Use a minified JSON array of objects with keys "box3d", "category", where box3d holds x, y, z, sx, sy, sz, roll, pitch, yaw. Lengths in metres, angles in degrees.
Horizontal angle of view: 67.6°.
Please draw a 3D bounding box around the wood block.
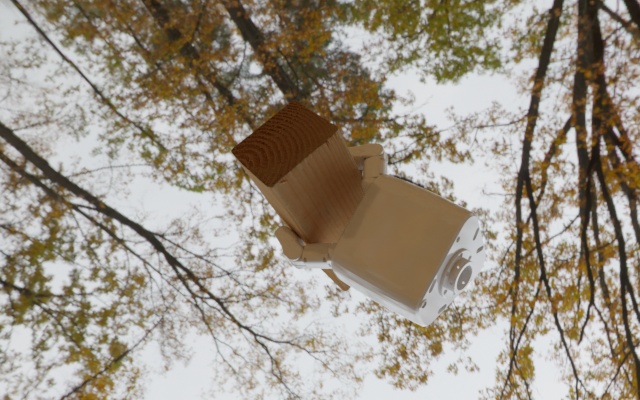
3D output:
[{"box3d":[0.000,0.002,0.545,0.090,0.091,0.206,40,-13,44],"category":"wood block"}]
